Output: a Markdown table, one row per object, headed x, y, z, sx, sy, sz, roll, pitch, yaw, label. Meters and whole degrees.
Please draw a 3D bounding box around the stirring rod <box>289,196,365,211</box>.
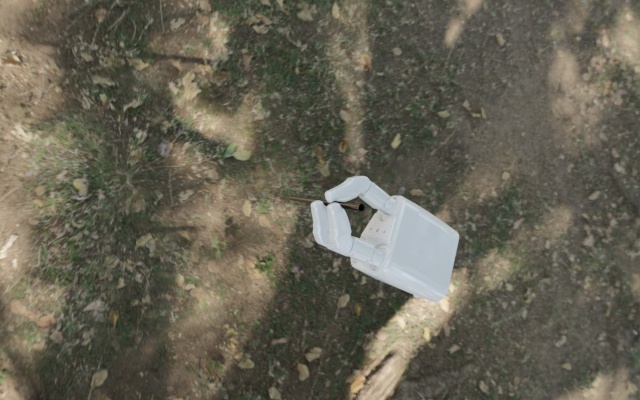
| x | y | z | sx | sy | sz | roll | pitch | yaw | label |
| --- | --- | --- | --- | --- | --- | --- | --- | --- | --- |
| 0.000 | 0.002 | 0.636 | 0.011 | 0.011 | 0.239 | 0 | 3 | -22 | stirring rod |
